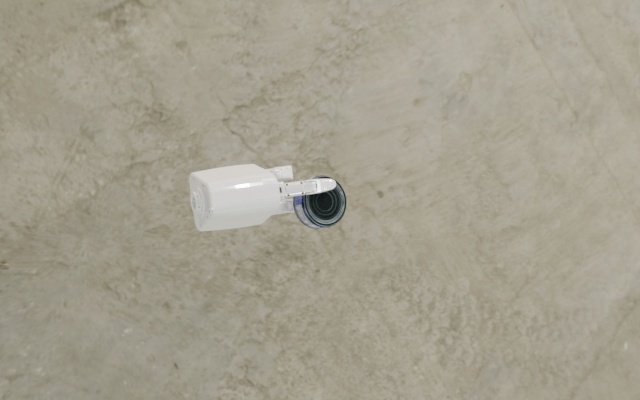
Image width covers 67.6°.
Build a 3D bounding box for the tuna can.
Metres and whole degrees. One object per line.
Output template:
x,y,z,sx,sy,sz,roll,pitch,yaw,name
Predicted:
0.000,0.002,0.778,0.086,0.086,0.034,0,-5,-32,tuna can
